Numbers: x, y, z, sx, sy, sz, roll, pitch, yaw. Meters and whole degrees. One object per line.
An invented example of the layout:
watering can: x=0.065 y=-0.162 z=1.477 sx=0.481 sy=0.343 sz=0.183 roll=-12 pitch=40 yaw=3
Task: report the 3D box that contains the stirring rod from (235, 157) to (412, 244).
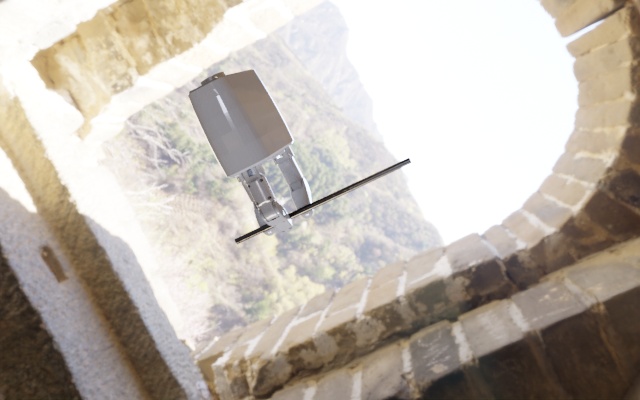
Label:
stirring rod: x=0.000 y=0.002 z=0.589 sx=0.239 sy=0.011 sz=0.011 roll=-25 pitch=-4 yaw=9
